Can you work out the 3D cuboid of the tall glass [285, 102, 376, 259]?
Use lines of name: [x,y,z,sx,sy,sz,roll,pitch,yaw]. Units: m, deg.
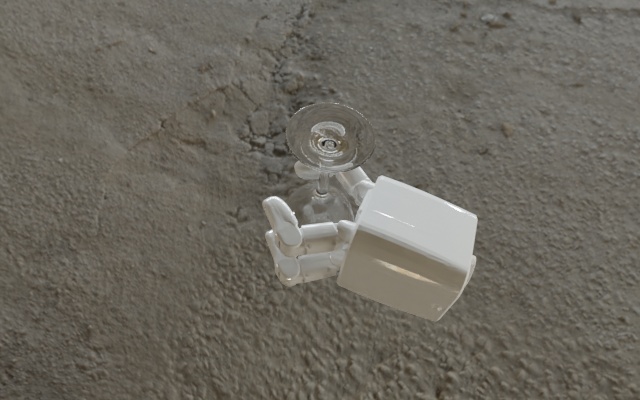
tall glass: [0.000,0.001,0.470,0.079,0.079,0.201,0,-33,-6]
